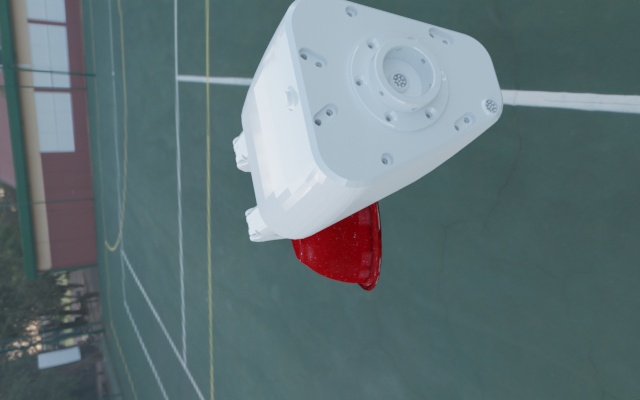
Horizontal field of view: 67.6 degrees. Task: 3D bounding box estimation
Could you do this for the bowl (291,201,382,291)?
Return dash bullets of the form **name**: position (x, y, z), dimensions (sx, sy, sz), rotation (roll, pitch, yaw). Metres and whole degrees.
- **bowl**: position (0.000, 0.002, 0.407), dimensions (0.055, 0.162, 0.162), rotation (-10, 2, -9)
